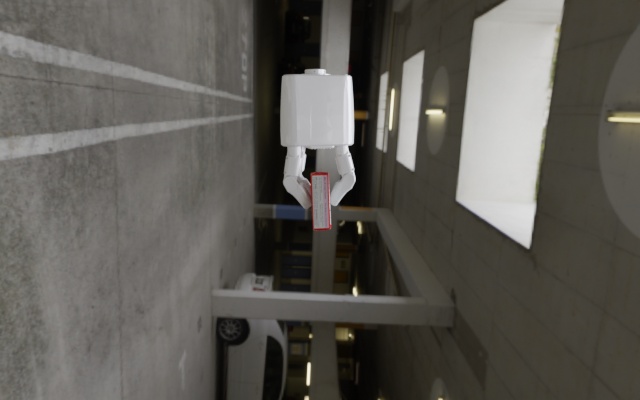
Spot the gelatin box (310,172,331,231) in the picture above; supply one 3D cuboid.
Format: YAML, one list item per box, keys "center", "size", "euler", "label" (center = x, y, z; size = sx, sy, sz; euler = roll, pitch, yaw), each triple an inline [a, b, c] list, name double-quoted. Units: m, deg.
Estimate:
- center: [0.001, 0.003, 0.752]
  size: [0.030, 0.089, 0.073]
  euler: [-3, -2, 1]
  label: "gelatin box"
